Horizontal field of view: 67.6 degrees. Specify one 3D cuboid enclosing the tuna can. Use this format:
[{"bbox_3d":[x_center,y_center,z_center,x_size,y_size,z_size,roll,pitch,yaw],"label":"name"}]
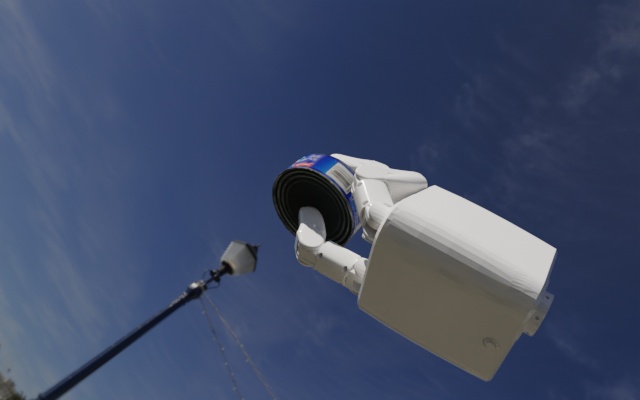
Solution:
[{"bbox_3d":[0.000,0.001,0.435,0.086,0.086,0.033,0,29,38],"label":"tuna can"}]
